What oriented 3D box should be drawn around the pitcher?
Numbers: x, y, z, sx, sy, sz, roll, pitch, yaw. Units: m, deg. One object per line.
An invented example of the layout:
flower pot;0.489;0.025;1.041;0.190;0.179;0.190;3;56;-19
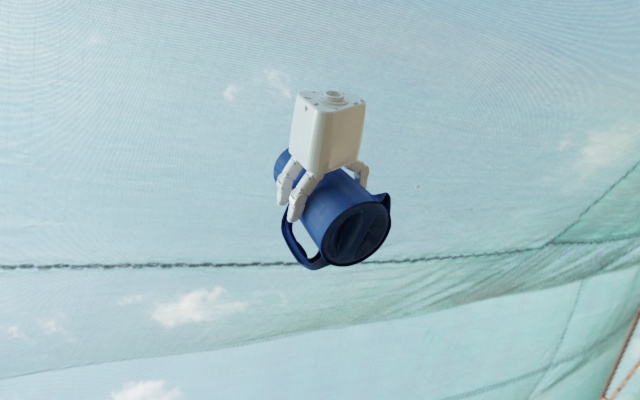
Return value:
pitcher;0.000;0.003;0.856;0.149;0.145;0.242;-10;37;-27
